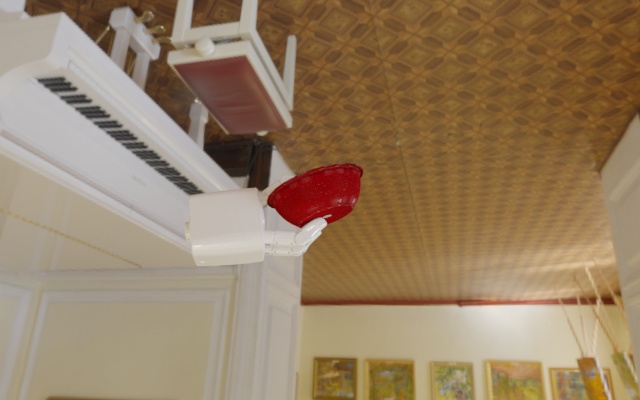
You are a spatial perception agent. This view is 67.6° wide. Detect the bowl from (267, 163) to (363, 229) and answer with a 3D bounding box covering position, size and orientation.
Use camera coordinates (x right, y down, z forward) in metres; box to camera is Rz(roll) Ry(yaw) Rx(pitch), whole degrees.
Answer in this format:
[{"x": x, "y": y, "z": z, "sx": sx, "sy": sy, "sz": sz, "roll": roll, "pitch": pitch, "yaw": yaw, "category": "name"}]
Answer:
[{"x": 0.002, "y": 0.002, "z": 0.754, "sx": 0.162, "sy": 0.055, "sz": 0.162, "roll": -18, "pitch": -17, "yaw": -6, "category": "bowl"}]
